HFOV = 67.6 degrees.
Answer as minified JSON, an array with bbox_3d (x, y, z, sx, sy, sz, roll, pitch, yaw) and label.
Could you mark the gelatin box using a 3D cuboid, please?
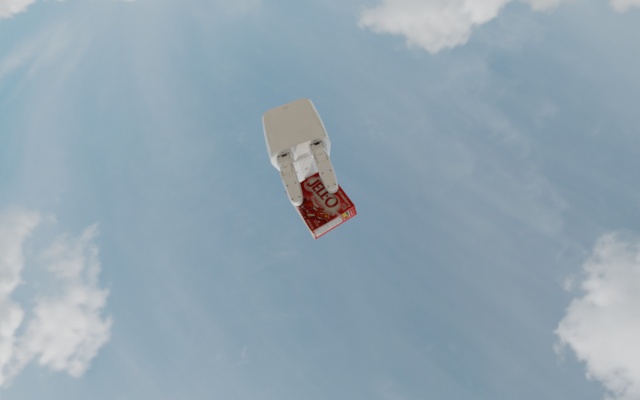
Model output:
[{"bbox_3d":[0.000,0.003,0.709,0.073,0.089,0.030,-31,-34,-6],"label":"gelatin box"}]
